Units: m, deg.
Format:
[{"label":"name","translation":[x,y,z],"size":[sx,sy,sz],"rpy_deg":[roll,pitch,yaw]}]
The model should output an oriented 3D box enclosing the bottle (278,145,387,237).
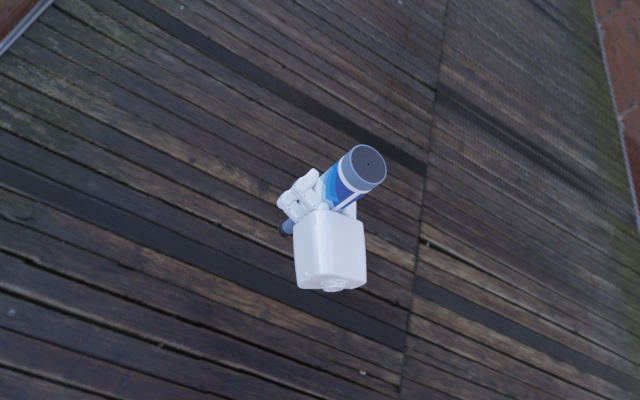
[{"label":"bottle","translation":[0.000,0.003,0.824],"size":[0.069,0.069,0.296],"rpy_deg":[0,-23,-32]}]
